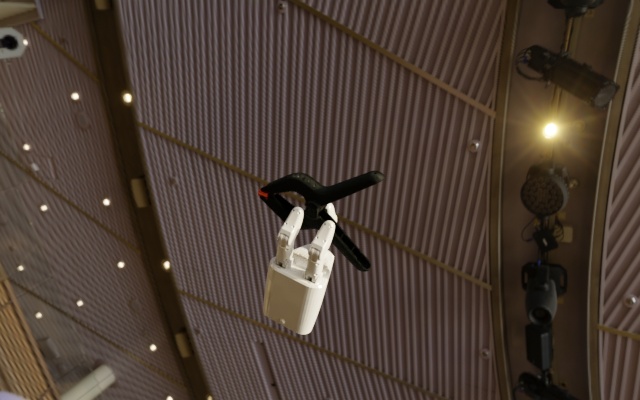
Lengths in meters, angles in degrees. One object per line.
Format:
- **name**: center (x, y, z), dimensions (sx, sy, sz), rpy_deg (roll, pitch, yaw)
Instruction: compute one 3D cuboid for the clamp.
- **clamp**: center (0.000, 0.002, 0.735), dimensions (0.210, 0.165, 0.036), rpy_deg (24, 29, 19)
